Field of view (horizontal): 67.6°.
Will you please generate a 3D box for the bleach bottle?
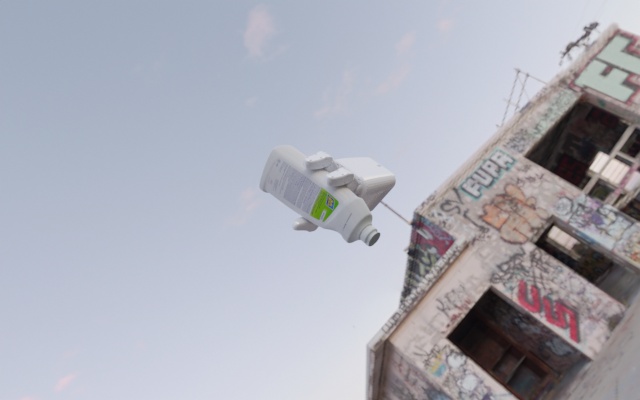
[{"bbox_3d":[0.000,0.003,0.840,0.250,0.103,0.068,39,31,30],"label":"bleach bottle"}]
